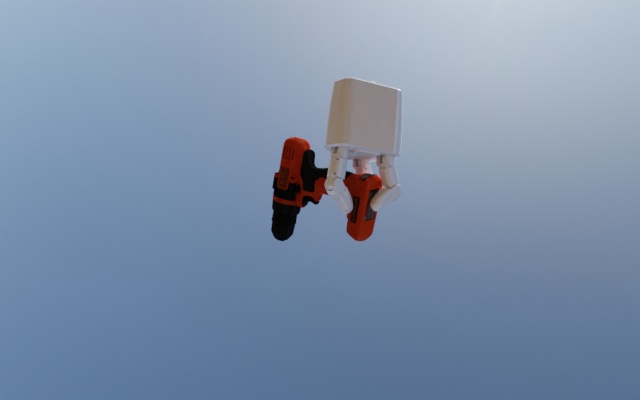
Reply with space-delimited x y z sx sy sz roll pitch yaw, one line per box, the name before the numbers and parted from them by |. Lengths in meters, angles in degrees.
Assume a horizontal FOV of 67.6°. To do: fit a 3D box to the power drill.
power drill | 0.001 0.002 0.787 0.187 0.184 0.057 19 19 29
